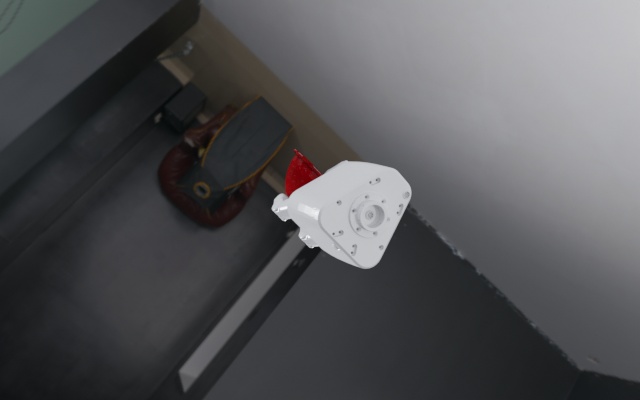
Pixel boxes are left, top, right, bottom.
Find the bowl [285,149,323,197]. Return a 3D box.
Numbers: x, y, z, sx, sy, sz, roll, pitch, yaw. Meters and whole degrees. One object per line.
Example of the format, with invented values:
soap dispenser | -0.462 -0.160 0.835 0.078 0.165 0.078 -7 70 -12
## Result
bowl | 0.000 0.002 0.688 0.055 0.162 0.162 -44 0 0
